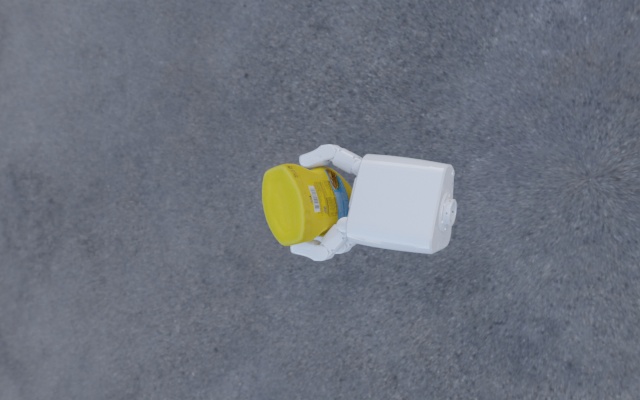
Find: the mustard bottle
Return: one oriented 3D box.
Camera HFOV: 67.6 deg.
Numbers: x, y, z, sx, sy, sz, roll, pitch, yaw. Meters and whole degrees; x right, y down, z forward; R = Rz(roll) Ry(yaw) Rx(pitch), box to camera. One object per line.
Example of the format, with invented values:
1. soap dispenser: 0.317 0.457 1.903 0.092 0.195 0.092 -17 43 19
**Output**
1. mustard bottle: 0.000 0.002 0.639 0.058 0.096 0.191 -18 -6 28
